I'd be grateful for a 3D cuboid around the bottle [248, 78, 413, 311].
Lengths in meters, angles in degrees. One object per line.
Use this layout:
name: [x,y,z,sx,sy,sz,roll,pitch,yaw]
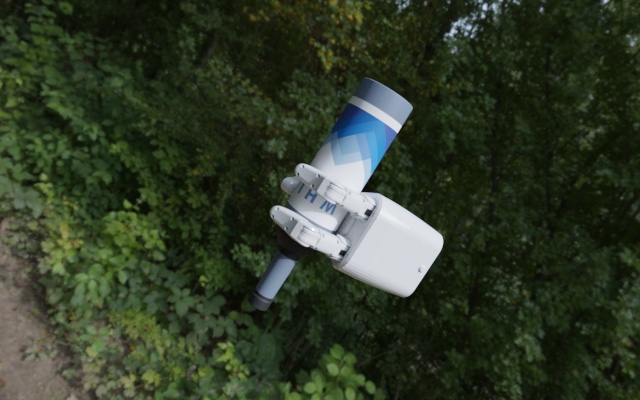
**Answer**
bottle: [0.000,0.002,0.561,0.069,0.296,0.069,31,7,-4]
